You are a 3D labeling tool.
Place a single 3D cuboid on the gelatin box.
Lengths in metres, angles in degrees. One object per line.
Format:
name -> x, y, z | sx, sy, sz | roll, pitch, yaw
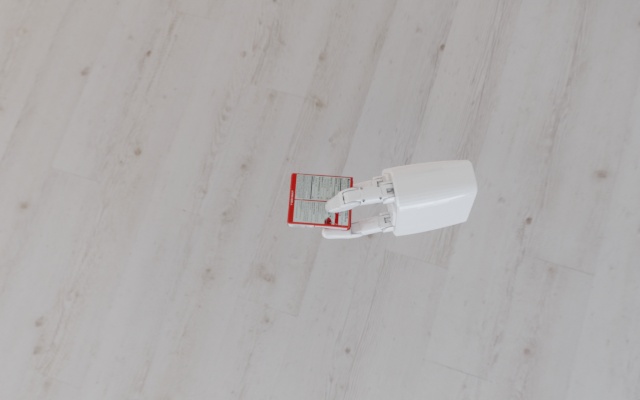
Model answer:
gelatin box -> 0.000, 0.002, 0.672 | 0.089, 0.073, 0.030 | 4, -12, -1
